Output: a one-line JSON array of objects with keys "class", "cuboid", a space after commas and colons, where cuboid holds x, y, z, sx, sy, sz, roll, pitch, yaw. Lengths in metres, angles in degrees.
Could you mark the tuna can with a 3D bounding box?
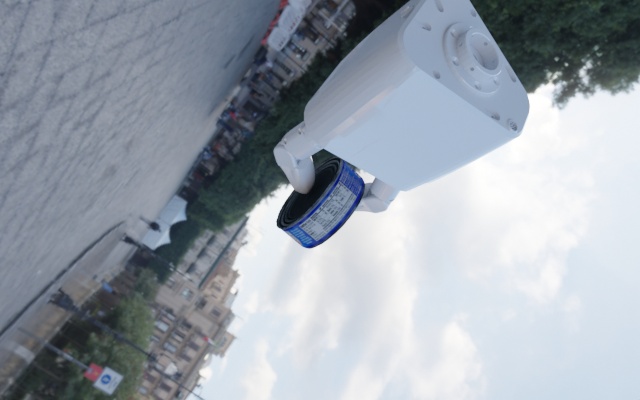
[{"class": "tuna can", "cuboid": [0.000, 0.002, 0.436, 0.034, 0.086, 0.086, 41, -15, -17]}]
